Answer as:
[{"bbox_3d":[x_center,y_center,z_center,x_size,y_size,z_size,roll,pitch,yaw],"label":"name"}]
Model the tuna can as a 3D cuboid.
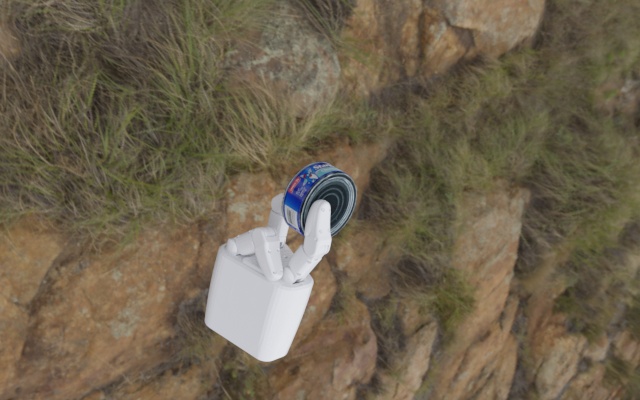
[{"bbox_3d":[0.000,0.002,0.537,0.086,0.086,0.033,0,23,-45],"label":"tuna can"}]
